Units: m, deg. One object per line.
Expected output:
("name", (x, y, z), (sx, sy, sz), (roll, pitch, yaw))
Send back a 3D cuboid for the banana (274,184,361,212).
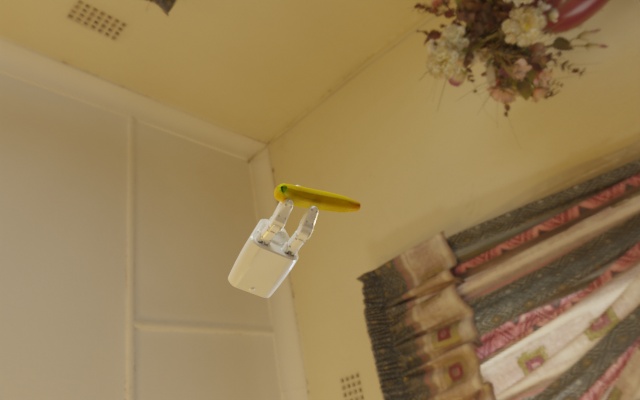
("banana", (-0.014, -0.002, 0.869), (0.198, 0.037, 0.069), (10, 6, -42))
